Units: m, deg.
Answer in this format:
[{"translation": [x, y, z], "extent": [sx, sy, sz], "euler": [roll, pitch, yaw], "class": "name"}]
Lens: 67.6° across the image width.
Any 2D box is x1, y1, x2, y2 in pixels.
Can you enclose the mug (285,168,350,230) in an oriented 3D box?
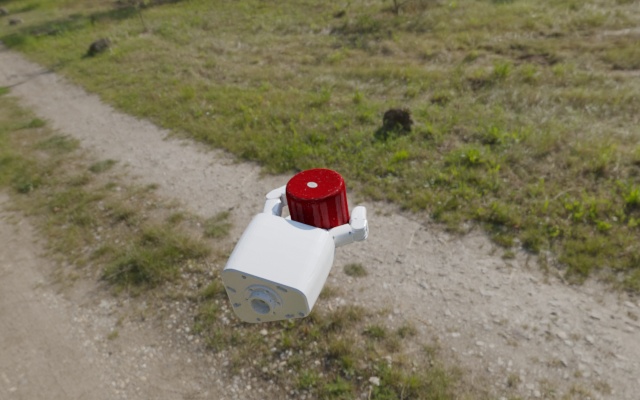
[{"translation": [0.001, 0.001, 0.670], "extent": [0.093, 0.082, 0.117], "euler": [3, 37, 17], "class": "mug"}]
